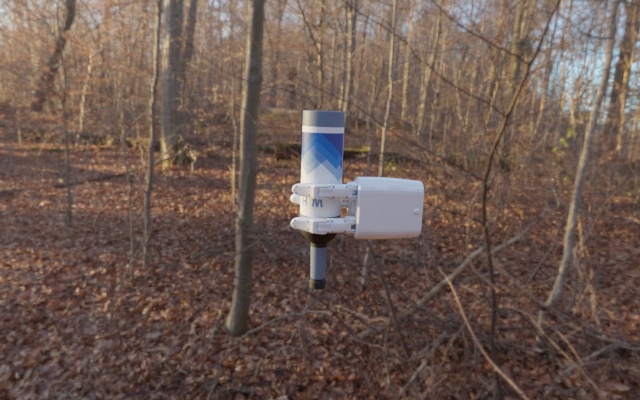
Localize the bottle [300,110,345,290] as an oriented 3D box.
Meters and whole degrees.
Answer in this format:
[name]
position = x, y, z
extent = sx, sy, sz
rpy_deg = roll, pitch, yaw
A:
[bottle]
position = 0.000, 0.002, 0.785
extent = 0.069, 0.296, 0.069
rpy_deg = 2, 11, 0
